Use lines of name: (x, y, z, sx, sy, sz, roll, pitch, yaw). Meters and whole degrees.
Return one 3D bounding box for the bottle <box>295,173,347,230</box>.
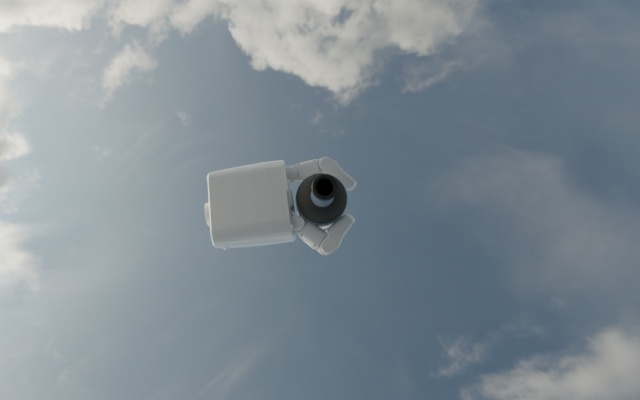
bottle: (0.000, 0.002, 0.647, 0.069, 0.069, 0.296, 0, -6, -2)
